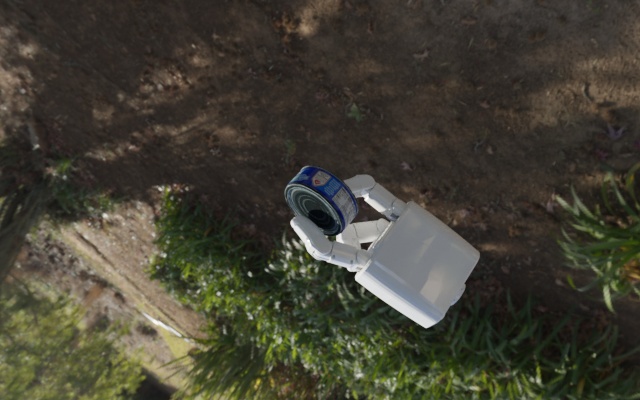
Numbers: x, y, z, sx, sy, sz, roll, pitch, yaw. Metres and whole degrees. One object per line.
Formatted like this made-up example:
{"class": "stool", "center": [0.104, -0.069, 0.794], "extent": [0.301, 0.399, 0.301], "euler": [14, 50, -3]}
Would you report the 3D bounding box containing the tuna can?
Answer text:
{"class": "tuna can", "center": [0.000, 0.002, 0.561], "extent": [0.086, 0.086, 0.033], "euler": [0, 41, 51]}
